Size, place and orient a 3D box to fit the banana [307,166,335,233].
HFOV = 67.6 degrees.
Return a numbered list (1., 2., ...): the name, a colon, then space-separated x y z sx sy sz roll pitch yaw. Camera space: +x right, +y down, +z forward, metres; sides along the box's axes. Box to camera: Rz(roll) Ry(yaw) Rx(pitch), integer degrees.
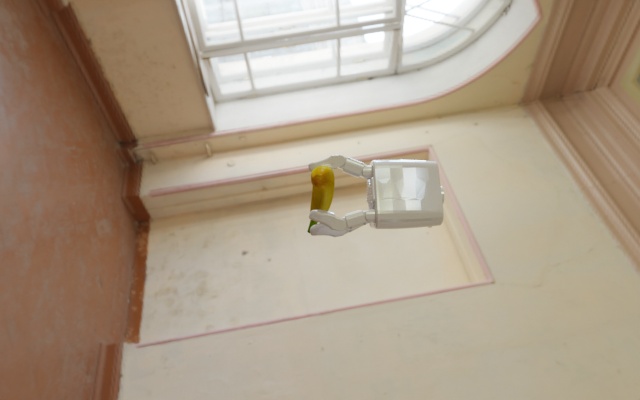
1. banana: 0.002 -0.013 0.762 0.037 0.069 0.198 8 -27 2
